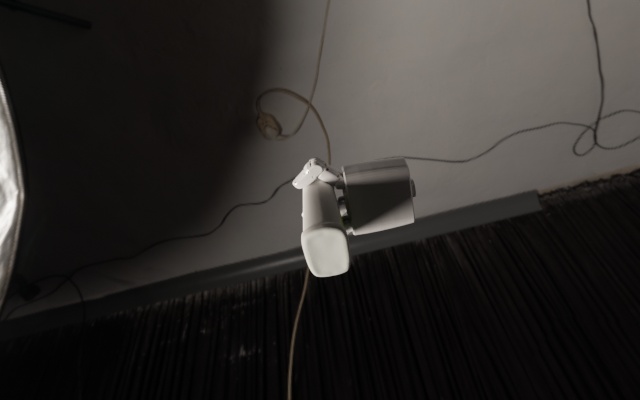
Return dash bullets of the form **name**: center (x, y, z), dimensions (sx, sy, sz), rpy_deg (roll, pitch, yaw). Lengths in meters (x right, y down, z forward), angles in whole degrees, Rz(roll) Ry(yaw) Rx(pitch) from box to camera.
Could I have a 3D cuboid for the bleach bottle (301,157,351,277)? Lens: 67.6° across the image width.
- **bleach bottle**: center (0.000, 0.003, 0.791), dimensions (0.068, 0.103, 0.250), rpy_deg (-10, 39, 2)
